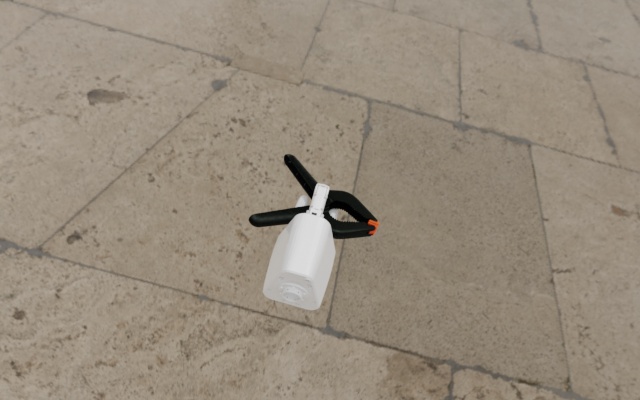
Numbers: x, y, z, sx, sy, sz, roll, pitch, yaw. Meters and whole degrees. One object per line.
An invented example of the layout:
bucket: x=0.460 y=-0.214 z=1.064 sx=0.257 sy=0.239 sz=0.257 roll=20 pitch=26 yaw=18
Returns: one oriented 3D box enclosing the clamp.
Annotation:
clamp: x=0.001 y=0.003 z=0.822 sx=0.210 sy=0.164 sz=0.036 roll=16 pitch=-36 yaw=0
